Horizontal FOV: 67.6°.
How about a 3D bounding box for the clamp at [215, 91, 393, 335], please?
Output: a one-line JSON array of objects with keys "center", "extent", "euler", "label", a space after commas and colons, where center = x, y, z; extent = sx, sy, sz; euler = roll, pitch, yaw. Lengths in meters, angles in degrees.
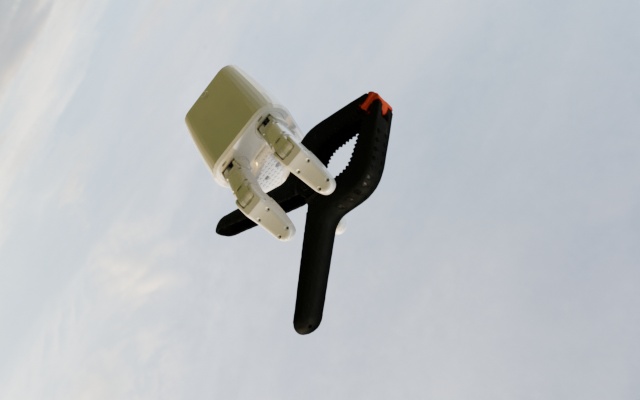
[{"center": [0.001, 0.001, 0.431], "extent": [0.036, 0.210, 0.164], "euler": [27, 18, -50], "label": "clamp"}]
